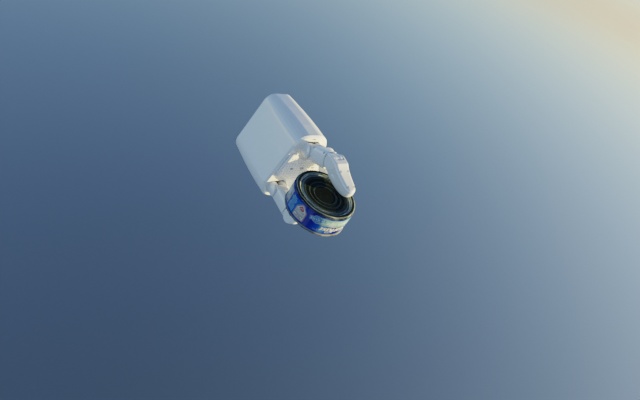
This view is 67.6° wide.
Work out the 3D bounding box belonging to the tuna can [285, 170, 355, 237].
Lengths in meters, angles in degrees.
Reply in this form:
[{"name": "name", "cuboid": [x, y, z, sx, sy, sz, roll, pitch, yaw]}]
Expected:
[{"name": "tuna can", "cuboid": [0.000, 0.002, 0.603, 0.086, 0.086, 0.034, 0, -42, -38]}]
